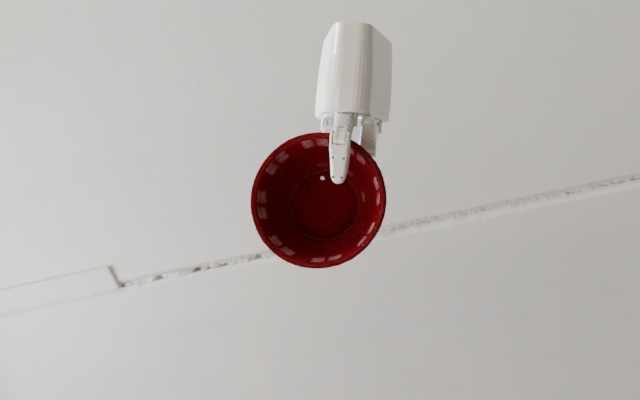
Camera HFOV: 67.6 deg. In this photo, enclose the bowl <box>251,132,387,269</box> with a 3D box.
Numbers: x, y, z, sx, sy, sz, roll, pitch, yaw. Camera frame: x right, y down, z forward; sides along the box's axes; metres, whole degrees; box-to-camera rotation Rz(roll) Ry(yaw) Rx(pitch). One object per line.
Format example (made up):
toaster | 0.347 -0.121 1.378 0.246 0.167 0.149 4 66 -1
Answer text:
bowl | 0.000 0.003 0.582 0.162 0.162 0.055 0 -8 10
